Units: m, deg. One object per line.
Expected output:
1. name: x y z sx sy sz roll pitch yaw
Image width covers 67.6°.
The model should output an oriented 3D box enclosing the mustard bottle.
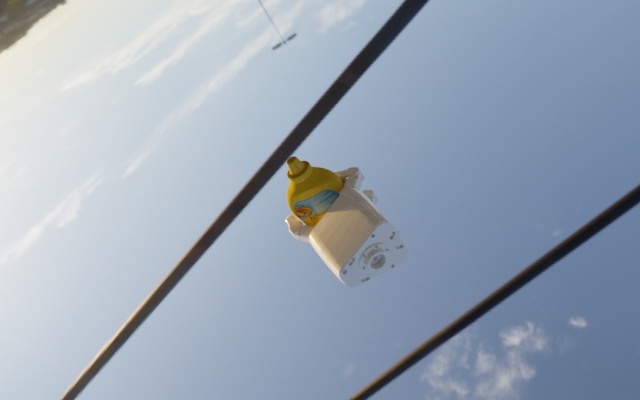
1. mustard bottle: 0.000 0.003 0.780 0.096 0.192 0.058 -23 38 17
